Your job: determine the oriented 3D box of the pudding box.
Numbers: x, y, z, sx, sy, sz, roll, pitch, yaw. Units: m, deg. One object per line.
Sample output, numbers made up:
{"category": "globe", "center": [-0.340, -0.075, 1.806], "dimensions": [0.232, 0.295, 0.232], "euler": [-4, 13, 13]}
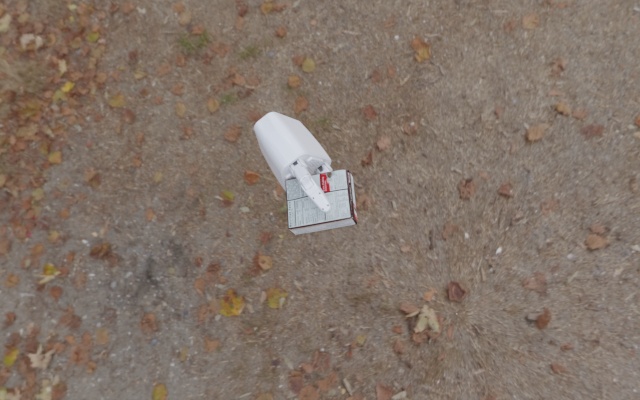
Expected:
{"category": "pudding box", "center": [0.000, 0.002, 0.786], "dimensions": [0.113, 0.090, 0.039], "euler": [-11, -21, 16]}
